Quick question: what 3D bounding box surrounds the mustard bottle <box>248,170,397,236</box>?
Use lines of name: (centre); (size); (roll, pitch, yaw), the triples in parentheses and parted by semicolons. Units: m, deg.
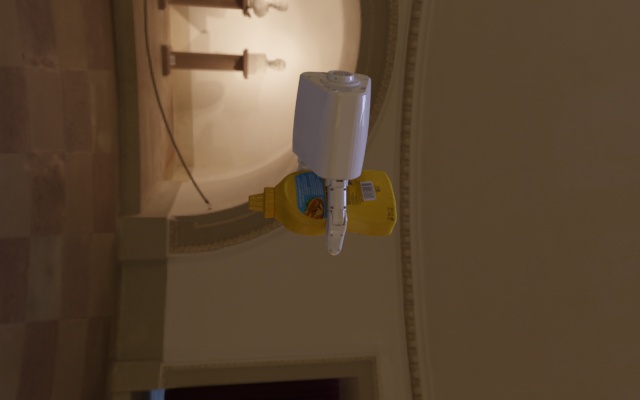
mustard bottle: (0.000, 0.002, 0.641); (0.191, 0.096, 0.058); (0, -37, -10)
